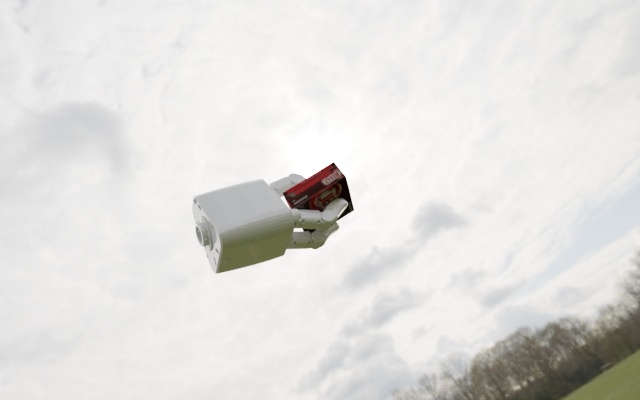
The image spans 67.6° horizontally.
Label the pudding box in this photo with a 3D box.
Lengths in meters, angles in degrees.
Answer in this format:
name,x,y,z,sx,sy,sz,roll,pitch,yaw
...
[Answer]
name,x,y,z,sx,sy,sz,roll,pitch,yaw
pudding box,0.000,0.002,0.719,0.090,0.039,0.113,-31,-26,-5
